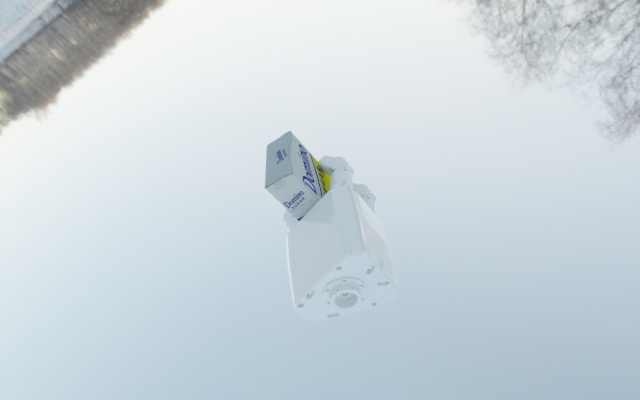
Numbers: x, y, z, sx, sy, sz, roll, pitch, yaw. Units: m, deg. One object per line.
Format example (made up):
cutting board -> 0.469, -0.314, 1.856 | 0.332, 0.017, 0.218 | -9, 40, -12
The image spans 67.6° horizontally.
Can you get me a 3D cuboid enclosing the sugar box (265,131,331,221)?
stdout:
sugar box -> 0.001, 0.002, 0.613 | 0.048, 0.093, 0.176 | -29, -54, 18
